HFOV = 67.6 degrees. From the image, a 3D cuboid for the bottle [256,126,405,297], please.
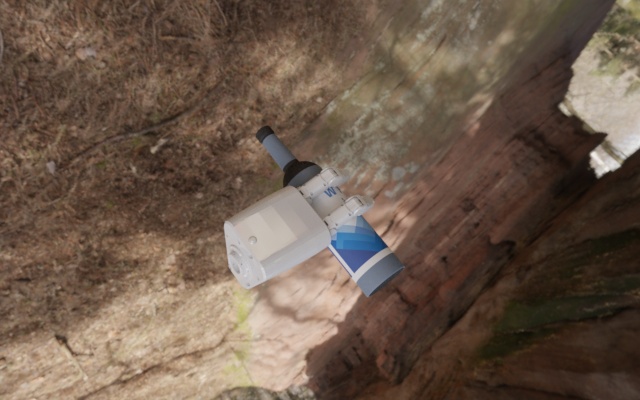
[{"bbox_3d":[0.000,0.002,0.691,0.069,0.295,0.069,-35,-18,-13],"label":"bottle"}]
